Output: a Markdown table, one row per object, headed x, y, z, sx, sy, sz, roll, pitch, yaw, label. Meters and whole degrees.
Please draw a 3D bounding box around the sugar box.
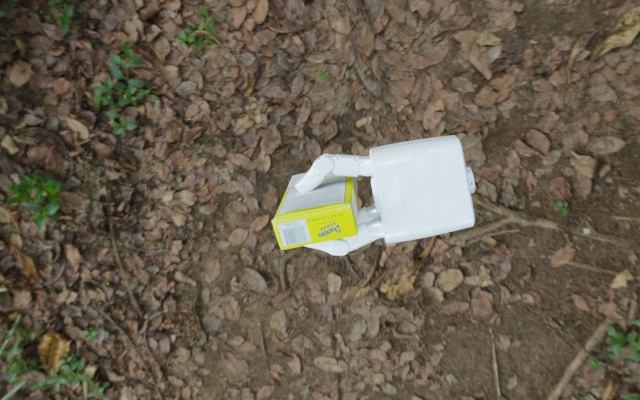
| x | y | z | sx | sy | sz | roll | pitch | yaw | label |
| --- | --- | --- | --- | --- | --- | --- | --- | --- | --- |
| 0.000 | 0.003 | 0.613 | 0.093 | 0.048 | 0.176 | -11 | 15 | 9 | sugar box |
